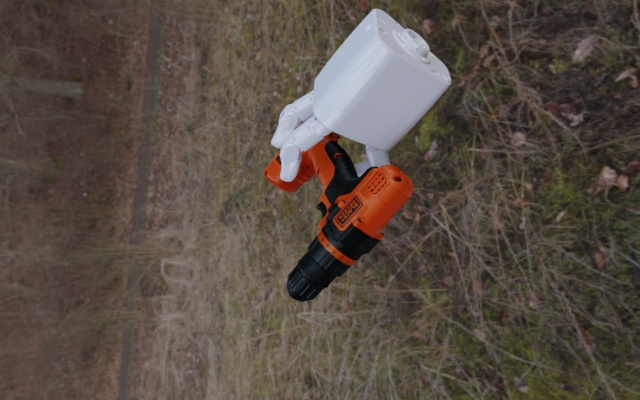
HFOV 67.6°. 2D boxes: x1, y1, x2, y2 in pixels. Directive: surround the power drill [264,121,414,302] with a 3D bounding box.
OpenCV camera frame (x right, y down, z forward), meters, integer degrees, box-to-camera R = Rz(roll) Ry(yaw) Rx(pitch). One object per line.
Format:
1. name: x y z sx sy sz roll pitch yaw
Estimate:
1. power drill: 0.000 0.001 0.566 0.057 0.184 0.187 31 16 -44
